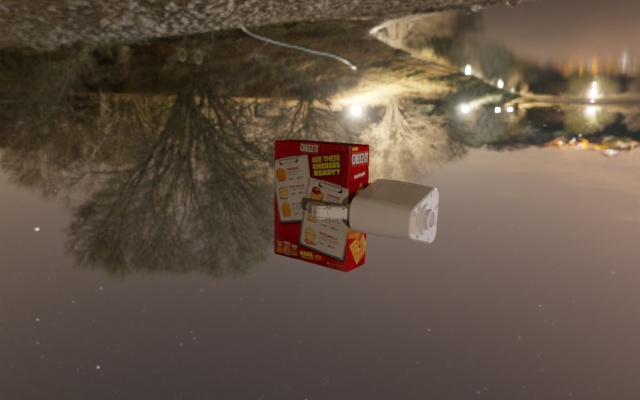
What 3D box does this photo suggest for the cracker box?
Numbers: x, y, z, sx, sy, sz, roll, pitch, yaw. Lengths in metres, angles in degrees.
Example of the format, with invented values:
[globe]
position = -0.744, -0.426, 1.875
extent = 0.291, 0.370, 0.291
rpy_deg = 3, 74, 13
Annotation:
[cracker box]
position = 0.000, 0.003, 0.847
extent = 0.164, 0.214, 0.072
rpy_deg = 9, 13, 35
